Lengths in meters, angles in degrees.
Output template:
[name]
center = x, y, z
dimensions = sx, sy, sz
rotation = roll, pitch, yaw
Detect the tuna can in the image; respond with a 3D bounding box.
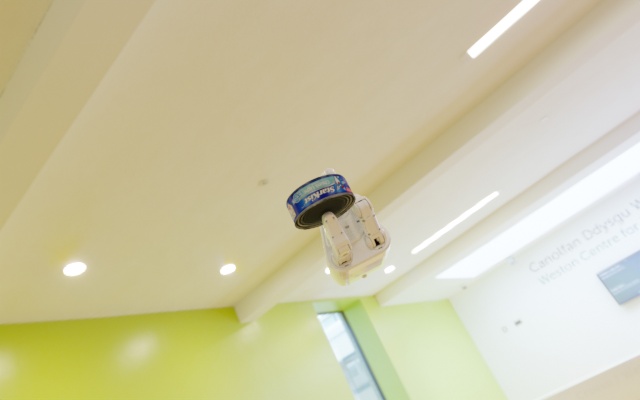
[tuna can]
center = 0.000, 0.002, 0.615
dimensions = 0.086, 0.033, 0.086
rotation = -23, -21, -9
